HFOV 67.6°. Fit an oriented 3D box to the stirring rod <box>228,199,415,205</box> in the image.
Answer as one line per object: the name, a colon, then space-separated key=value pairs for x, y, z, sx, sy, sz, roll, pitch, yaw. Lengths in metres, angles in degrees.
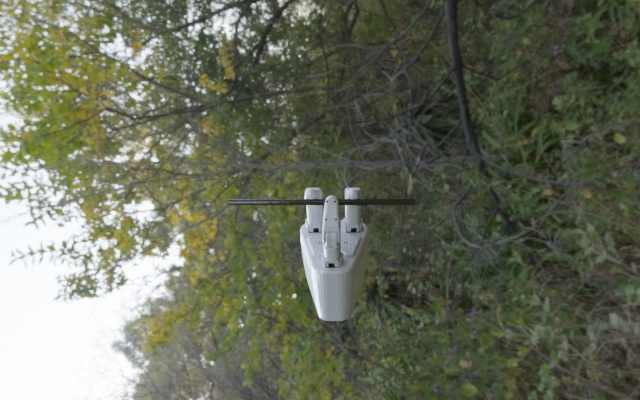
stirring rod: x=0.000 y=0.002 z=0.614 sx=0.239 sy=0.011 sz=0.011 roll=0 pitch=0 yaw=4
